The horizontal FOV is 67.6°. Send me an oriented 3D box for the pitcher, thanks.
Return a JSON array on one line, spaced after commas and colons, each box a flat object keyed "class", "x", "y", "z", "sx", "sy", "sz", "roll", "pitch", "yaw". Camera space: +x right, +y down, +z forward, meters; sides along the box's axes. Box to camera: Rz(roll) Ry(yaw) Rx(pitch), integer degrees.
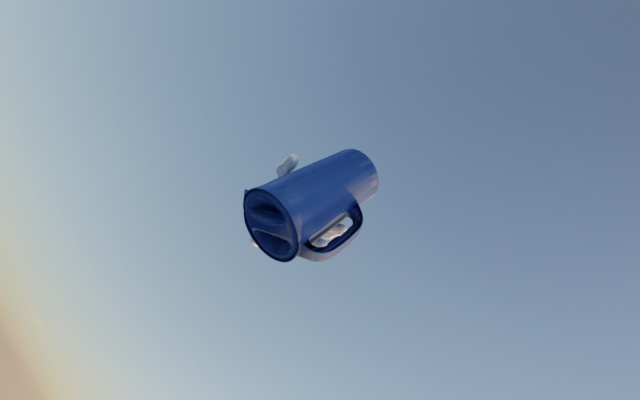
[{"class": "pitcher", "x": 0.000, "y": 0.003, "z": 0.838, "sx": 0.242, "sy": 0.149, "sz": 0.145, "roll": -31, "pitch": 12, "yaw": -39}]
